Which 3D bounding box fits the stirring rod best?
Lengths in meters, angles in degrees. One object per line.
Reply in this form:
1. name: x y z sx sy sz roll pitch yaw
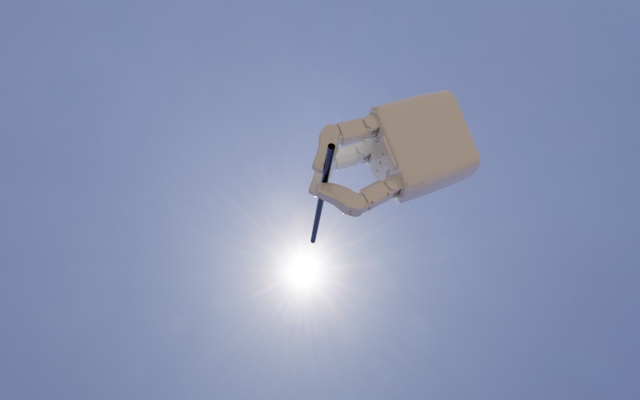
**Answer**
1. stirring rod: 0.000 0.002 0.589 0.011 0.011 0.240 0 -28 -6
